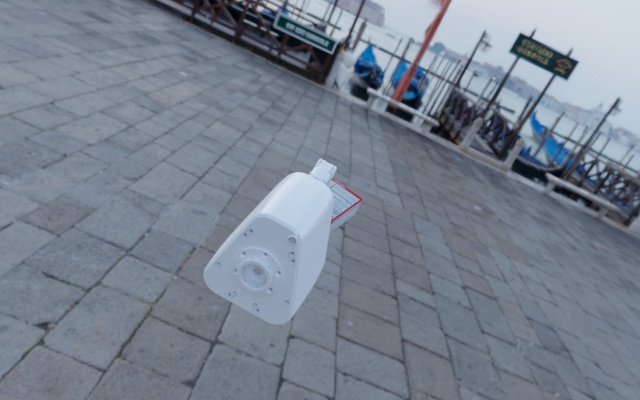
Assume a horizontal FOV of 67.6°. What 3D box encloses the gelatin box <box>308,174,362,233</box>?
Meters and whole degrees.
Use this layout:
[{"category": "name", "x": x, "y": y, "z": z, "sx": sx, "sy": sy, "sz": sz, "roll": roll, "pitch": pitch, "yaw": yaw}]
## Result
[{"category": "gelatin box", "x": 0.000, "y": 0.001, "z": 0.590, "sx": 0.073, "sy": 0.030, "sz": 0.089, "roll": 34, "pitch": 32, "yaw": 15}]
